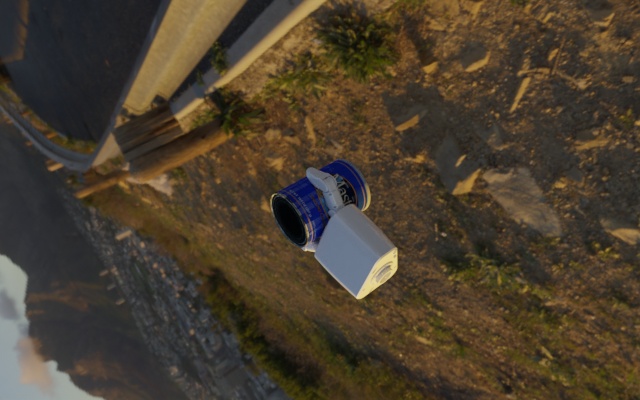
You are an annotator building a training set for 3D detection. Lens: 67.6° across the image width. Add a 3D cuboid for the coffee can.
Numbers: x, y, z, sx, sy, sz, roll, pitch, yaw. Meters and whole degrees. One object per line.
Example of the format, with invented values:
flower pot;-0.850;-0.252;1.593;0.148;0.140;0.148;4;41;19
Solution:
coffee can;0.000;0.002;0.817;0.140;0.103;0.103;-30;15;-28
